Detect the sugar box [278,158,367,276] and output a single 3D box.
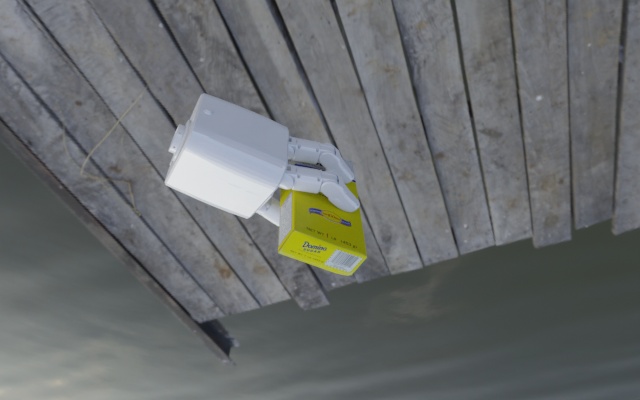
[{"bbox_3d":[0.000,0.002,0.577,0.093,0.176,0.048,22,-52,-21],"label":"sugar box"}]
